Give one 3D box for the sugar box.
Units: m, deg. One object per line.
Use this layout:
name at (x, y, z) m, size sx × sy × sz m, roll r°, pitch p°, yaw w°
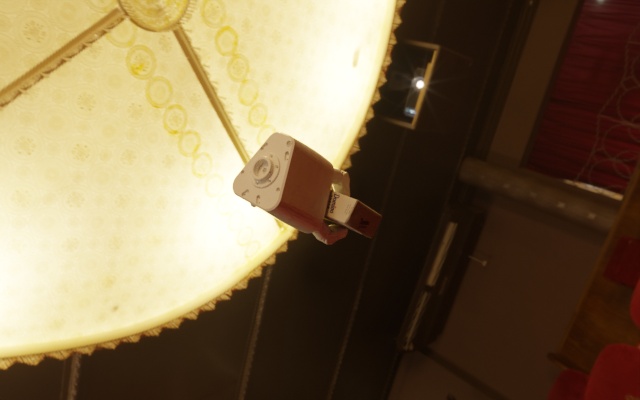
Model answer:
sugar box at (0.000, 0.003, 0.754) m, size 0.176 × 0.048 × 0.093 m, roll 25°, pitch -3°, yaw 35°
